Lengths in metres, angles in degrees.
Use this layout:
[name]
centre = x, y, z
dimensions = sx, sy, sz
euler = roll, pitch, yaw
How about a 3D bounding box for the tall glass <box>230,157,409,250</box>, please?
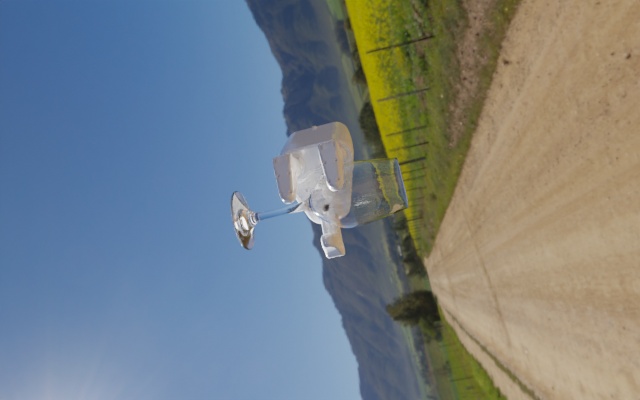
[tall glass]
centre = -0.001, 0.002, 0.573
dimensions = 0.201, 0.079, 0.079
euler = -13, -2, 8
